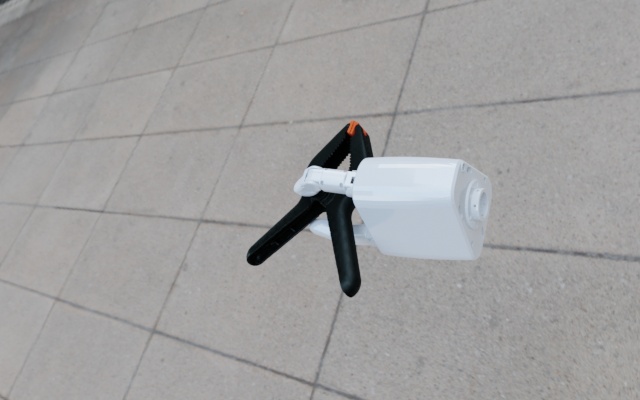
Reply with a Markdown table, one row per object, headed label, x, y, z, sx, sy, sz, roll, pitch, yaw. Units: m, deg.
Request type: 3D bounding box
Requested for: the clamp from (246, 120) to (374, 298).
| label | x | y | z | sx | sy | sz | roll | pitch | yaw |
| --- | --- | --- | --- | --- | --- | --- | --- | --- | --- |
| clamp | 0.000 | 0.001 | 0.562 | 0.164 | 0.210 | 0.036 | 2 | -25 | 37 |
